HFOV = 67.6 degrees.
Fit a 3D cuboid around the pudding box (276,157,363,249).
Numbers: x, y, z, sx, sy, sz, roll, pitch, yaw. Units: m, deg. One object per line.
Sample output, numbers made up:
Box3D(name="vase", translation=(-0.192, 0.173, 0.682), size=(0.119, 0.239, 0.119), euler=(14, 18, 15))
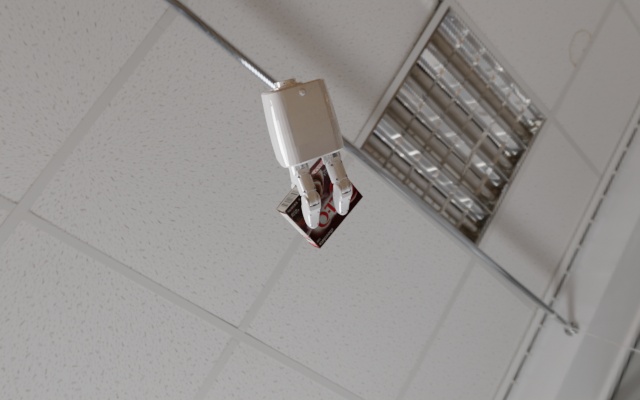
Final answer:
Box3D(name="pudding box", translation=(0.000, 0.002, 0.738), size=(0.090, 0.113, 0.039), euler=(47, -13, -28))
